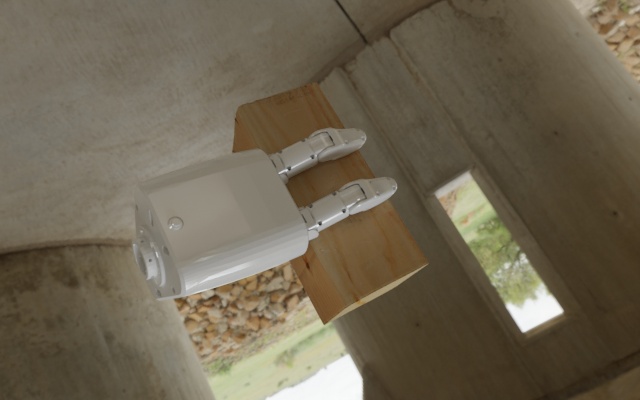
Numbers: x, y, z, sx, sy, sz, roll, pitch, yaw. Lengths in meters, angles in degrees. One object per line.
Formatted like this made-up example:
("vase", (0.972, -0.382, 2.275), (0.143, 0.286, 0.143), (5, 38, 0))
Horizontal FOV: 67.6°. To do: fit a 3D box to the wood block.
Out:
("wood block", (0.000, 0.002, 0.465), (0.090, 0.206, 0.091), (-23, -17, -22))
